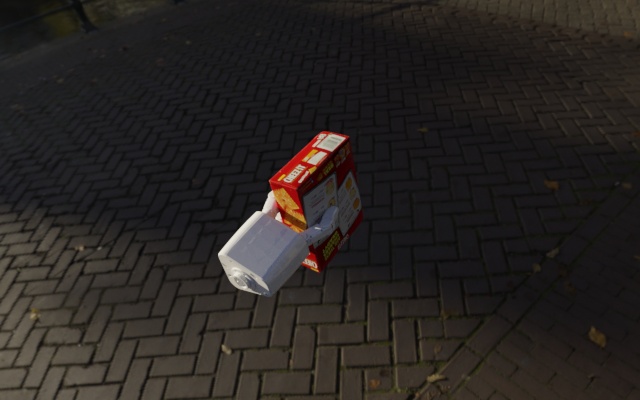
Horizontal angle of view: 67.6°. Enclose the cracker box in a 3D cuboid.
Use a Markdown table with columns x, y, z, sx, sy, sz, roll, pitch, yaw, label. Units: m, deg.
| x | y | z | sx | sy | sz | roll | pitch | yaw | label |
| --- | --- | --- | --- | --- | --- | --- | --- | --- | --- |
| 0.000 | 0.003 | 0.900 | 0.072 | 0.214 | 0.164 | 19 | 50 | 31 | cracker box |
